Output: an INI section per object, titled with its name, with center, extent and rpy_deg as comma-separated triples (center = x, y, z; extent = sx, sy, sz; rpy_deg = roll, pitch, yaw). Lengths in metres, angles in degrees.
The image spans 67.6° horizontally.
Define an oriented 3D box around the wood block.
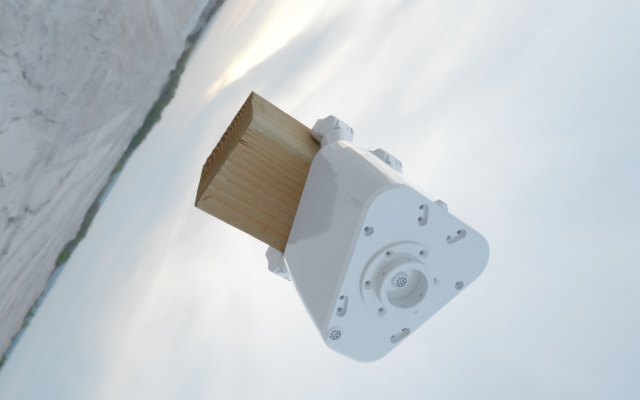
[wood block]
center = 0.000, 0.002, 0.444
extent = 0.206, 0.091, 0.090
rpy_deg = 31, 20, -22
